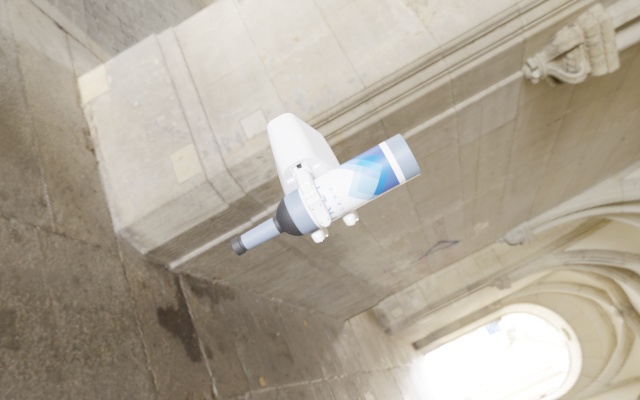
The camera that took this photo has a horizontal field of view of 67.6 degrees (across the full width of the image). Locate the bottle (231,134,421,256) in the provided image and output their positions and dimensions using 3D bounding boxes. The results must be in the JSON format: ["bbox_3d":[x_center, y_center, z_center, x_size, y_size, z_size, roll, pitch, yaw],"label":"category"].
[{"bbox_3d":[0.000,0.002,0.703,0.296,0.069,0.069,-28,-4,7],"label":"bottle"}]
